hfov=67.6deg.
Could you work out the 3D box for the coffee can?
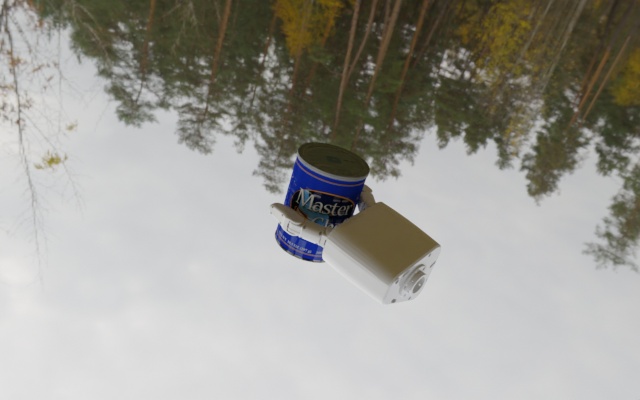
[{"bbox_3d":[0.000,0.002,0.681,0.103,0.140,0.102,14,27,-7],"label":"coffee can"}]
